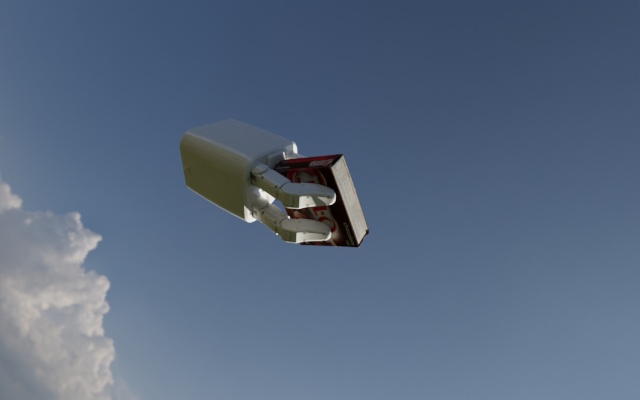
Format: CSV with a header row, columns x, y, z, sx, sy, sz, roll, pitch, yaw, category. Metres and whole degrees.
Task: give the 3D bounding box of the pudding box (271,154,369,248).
x,y,z,sx,sy,sz,roll,pitch,yaw,category
0.000,0.002,0.580,0.090,0.113,0.039,-1,33,37,pudding box
